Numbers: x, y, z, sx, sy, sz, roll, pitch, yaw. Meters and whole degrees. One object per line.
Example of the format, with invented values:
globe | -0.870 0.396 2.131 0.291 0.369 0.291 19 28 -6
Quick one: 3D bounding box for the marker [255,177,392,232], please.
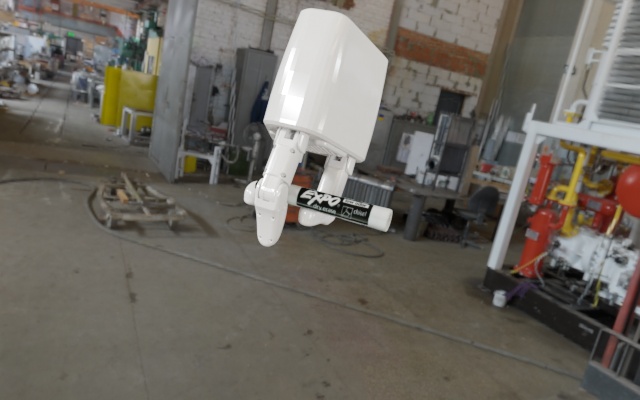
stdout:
marker | 0.000 0.001 0.404 0.121 0.020 0.020 15 4 17
